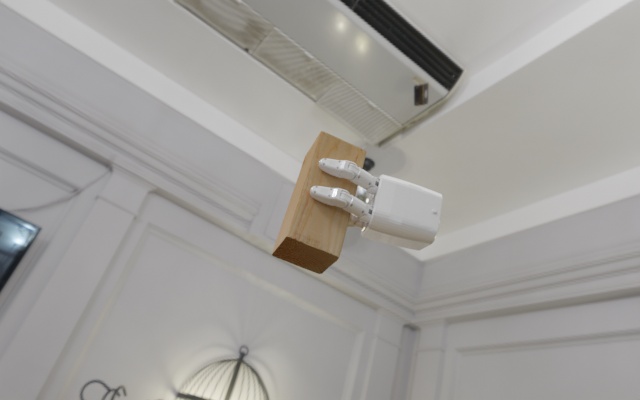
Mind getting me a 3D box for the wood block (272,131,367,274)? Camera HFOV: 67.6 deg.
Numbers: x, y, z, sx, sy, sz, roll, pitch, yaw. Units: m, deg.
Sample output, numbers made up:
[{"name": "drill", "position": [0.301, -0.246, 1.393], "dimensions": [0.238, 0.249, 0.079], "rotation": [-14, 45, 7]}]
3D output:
[{"name": "wood block", "position": [0.000, 0.003, 0.791], "dimensions": [0.090, 0.206, 0.091], "rotation": [23, -31, -9]}]
